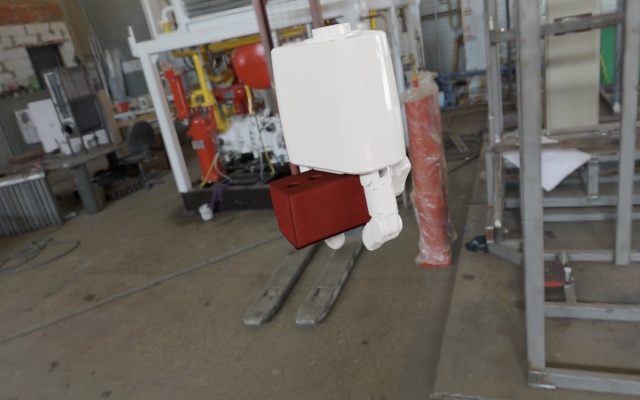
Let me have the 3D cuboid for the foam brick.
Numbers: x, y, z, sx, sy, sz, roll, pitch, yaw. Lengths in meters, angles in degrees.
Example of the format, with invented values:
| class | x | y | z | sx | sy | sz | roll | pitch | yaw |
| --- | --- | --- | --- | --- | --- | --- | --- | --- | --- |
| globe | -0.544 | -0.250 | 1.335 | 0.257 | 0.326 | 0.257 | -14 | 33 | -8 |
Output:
| class | x | y | z | sx | sy | sz | roll | pitch | yaw |
| --- | --- | --- | --- | --- | --- | --- | --- | --- | --- |
| foam brick | 0.000 | 0.002 | 0.433 | 0.078 | 0.051 | 0.053 | -19 | 24 | -19 |
